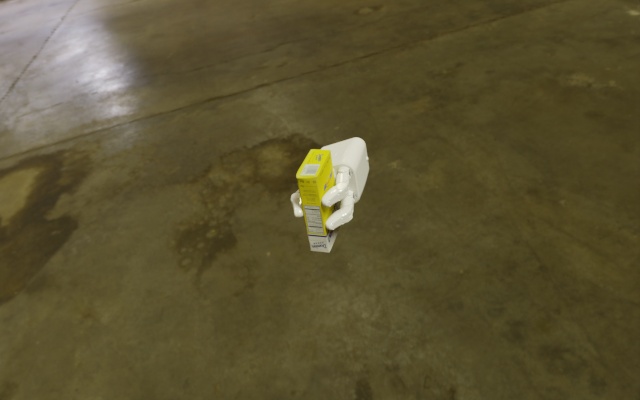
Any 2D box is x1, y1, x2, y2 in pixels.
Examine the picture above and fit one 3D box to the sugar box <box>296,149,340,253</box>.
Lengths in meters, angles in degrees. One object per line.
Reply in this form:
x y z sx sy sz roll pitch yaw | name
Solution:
0.001 0.003 0.896 0.048 0.176 0.093 2 37 20 | sugar box
